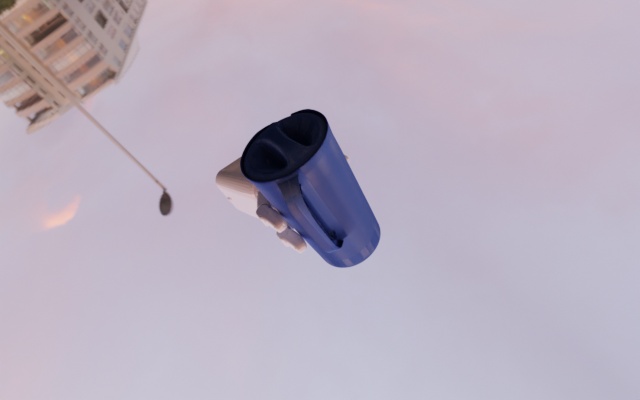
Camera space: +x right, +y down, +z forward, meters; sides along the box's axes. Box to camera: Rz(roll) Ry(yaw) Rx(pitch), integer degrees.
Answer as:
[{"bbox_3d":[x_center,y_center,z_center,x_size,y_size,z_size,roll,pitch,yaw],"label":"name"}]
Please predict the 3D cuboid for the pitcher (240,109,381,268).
[{"bbox_3d":[0.000,0.002,0.701,0.145,0.149,0.243,14,-29,42],"label":"pitcher"}]
